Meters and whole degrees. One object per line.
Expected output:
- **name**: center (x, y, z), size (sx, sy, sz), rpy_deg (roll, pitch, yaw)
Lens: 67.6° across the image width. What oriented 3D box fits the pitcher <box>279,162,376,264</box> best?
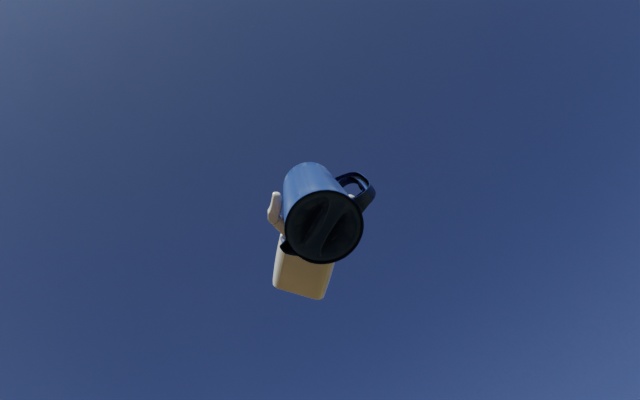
- **pitcher**: center (0.000, 0.003, 0.891), size (0.149, 0.145, 0.242), rpy_deg (8, 18, -11)
